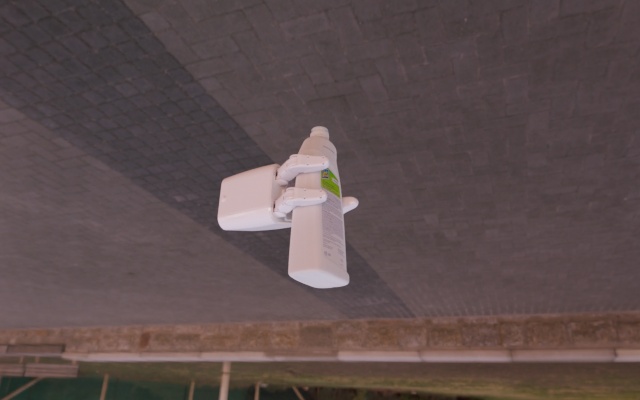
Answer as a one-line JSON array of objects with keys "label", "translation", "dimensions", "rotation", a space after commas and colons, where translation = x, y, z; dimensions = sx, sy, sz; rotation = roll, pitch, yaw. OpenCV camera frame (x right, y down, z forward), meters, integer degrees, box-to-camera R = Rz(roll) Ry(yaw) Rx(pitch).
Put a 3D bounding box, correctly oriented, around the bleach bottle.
[{"label": "bleach bottle", "translation": [0.000, 0.002, 0.748], "dimensions": [0.068, 0.250, 0.103], "rotation": [-12, -27, 28]}]
